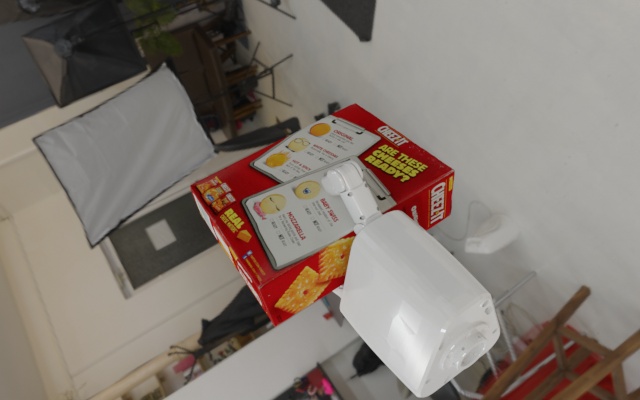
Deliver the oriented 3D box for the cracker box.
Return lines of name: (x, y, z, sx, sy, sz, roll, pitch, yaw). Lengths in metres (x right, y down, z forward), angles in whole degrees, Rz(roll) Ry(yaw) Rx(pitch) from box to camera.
cracker box: (0.000, 0.002, 0.489, 0.213, 0.072, 0.164, -29, 47, -18)
